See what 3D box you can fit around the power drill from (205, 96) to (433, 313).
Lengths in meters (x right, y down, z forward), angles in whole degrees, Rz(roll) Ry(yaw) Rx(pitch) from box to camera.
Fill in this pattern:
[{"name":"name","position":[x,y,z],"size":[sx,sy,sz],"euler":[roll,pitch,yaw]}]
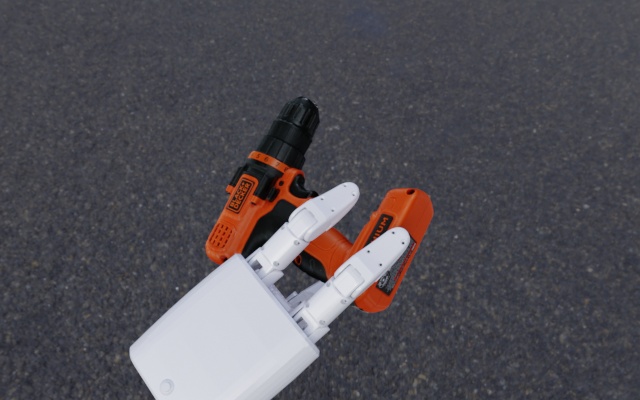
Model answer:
[{"name":"power drill","position":[0.000,0.002,0.429],"size":[0.187,0.184,0.057],"euler":[21,-9,35]}]
